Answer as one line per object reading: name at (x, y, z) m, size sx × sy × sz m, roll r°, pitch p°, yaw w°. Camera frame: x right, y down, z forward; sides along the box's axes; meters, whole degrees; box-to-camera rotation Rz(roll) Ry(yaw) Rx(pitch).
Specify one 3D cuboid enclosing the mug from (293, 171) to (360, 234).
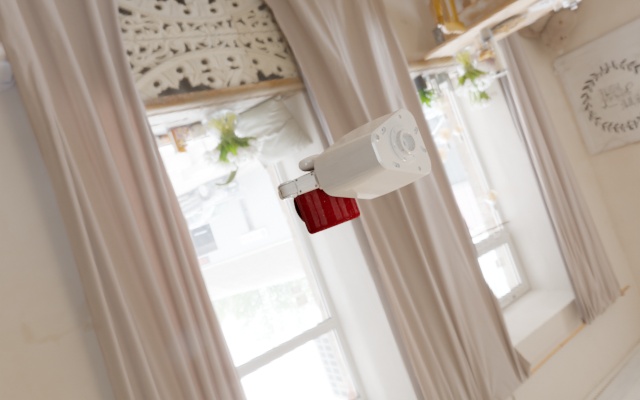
mug at (-0.001, 0.003, 0.704) m, size 0.093 × 0.081 × 0.117 m, roll -18°, pitch -4°, yaw -43°
